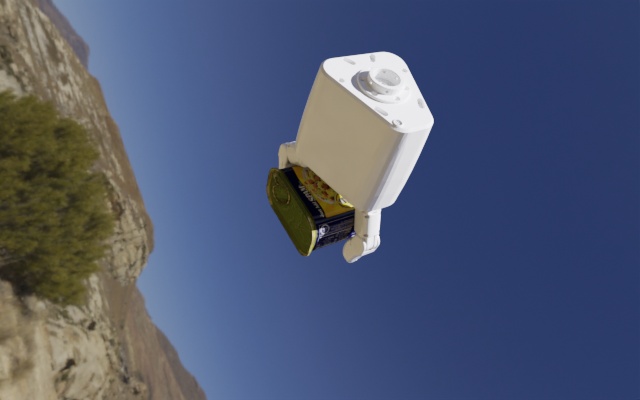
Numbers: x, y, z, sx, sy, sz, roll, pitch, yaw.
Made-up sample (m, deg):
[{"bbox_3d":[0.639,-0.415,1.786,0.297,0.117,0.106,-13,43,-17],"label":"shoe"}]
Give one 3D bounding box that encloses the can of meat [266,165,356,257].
[{"bbox_3d":[0.000,0.002,0.529,0.084,0.102,0.057,-16,-36,-27],"label":"can of meat"}]
